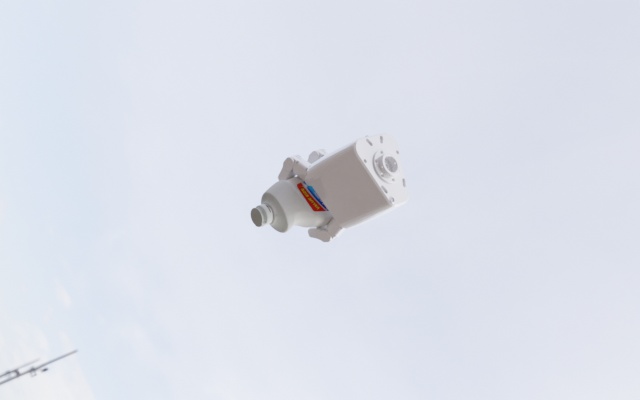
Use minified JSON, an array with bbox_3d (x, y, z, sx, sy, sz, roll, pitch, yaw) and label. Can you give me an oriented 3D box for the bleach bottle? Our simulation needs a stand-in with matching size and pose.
[{"bbox_3d":[0.000,0.002,0.764,0.251,0.102,0.068,-19,-5,-42],"label":"bleach bottle"}]
